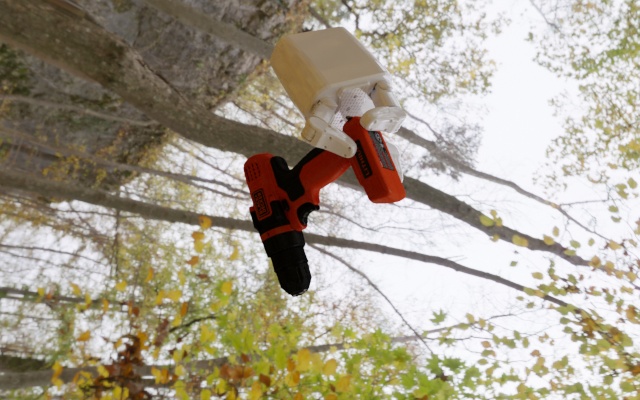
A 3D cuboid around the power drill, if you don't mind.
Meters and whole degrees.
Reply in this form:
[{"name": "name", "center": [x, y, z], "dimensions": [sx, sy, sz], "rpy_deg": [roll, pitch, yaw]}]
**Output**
[{"name": "power drill", "center": [0.000, 0.001, 0.559], "dimensions": [0.188, 0.184, 0.057], "rpy_deg": [-26, -14, 27]}]
